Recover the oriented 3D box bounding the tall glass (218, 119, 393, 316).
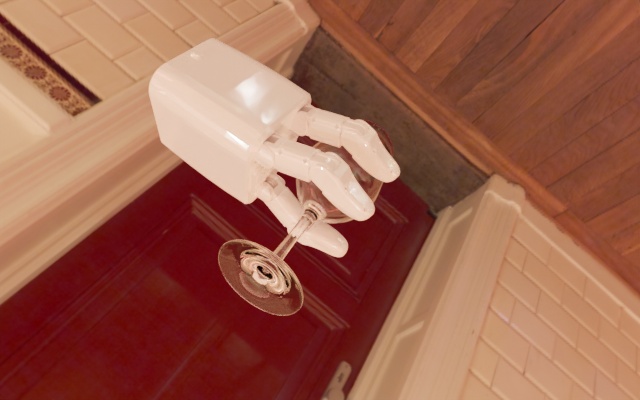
[{"bbox_3d":[0.000,0.002,0.420,0.079,0.079,0.201,0,35,35],"label":"tall glass"}]
